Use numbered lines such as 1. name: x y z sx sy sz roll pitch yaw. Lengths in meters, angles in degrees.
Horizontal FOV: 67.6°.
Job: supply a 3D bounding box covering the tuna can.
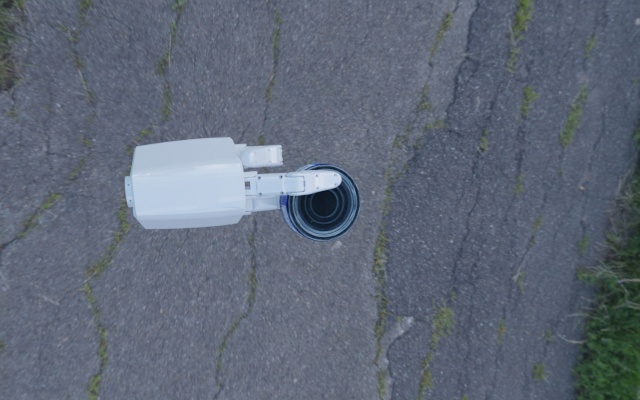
1. tuna can: 0.000 0.002 0.526 0.086 0.086 0.034 0 4 -19
